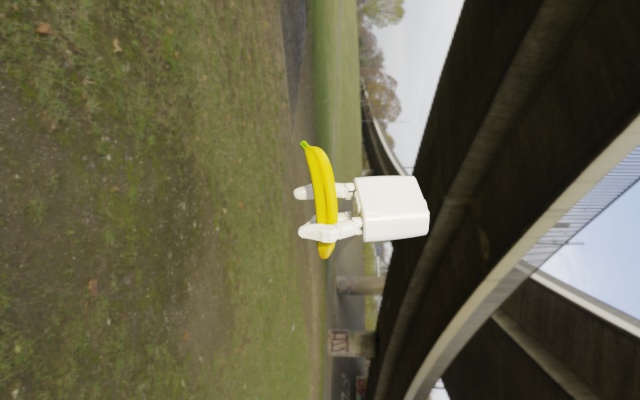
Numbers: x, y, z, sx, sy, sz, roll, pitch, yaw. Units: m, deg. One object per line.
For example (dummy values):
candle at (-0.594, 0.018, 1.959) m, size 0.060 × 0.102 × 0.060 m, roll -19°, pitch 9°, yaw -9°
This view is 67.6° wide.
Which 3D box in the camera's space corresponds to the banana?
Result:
banana at (0.004, 0.000, 0.760) m, size 0.037 × 0.198 × 0.069 m, roll -9°, pitch 5°, yaw -13°
